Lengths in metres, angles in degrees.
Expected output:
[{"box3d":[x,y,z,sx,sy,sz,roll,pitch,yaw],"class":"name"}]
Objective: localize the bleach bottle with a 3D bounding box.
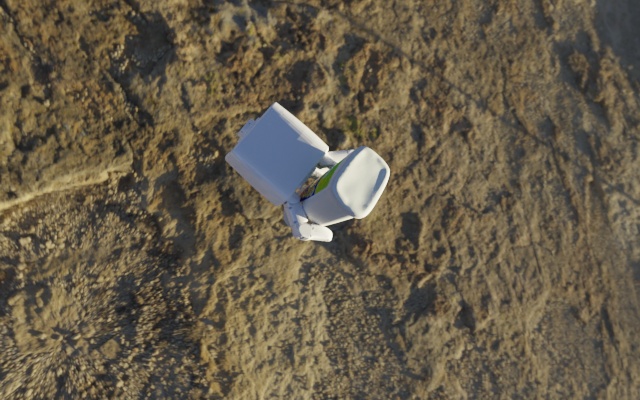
[{"box3d":[0.000,0.002,0.734,0.068,0.102,0.251,41,-29,-12],"class":"bleach bottle"}]
